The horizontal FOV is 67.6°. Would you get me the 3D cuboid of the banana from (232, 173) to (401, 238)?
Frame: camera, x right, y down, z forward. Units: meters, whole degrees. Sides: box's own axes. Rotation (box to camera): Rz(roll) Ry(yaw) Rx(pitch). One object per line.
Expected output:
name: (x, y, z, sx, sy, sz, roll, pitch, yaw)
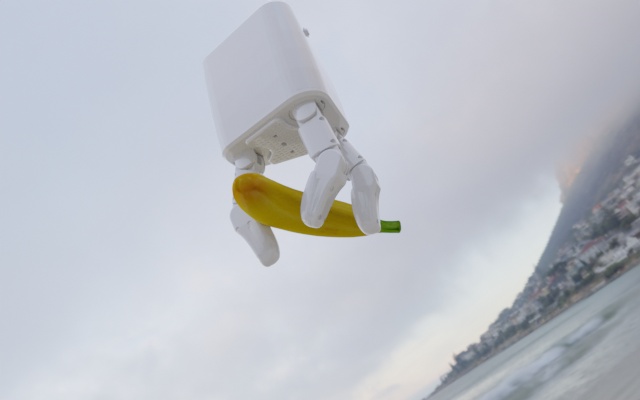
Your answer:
banana: (-0.011, 0.007, 0.420, 0.069, 0.037, 0.198, -19, -22, 40)
